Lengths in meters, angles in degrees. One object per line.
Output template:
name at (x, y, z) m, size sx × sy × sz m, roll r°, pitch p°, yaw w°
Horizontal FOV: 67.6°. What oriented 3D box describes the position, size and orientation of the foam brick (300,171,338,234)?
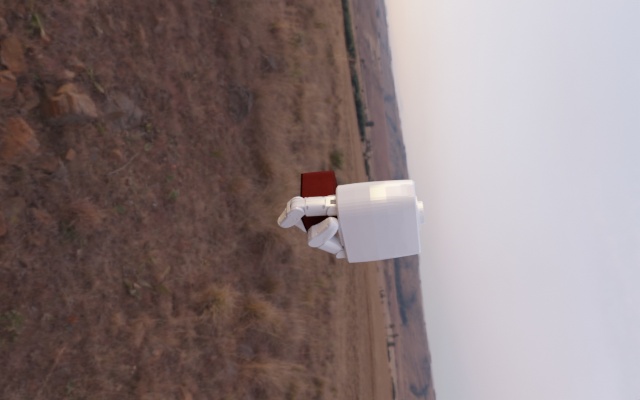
foam brick at (0.000, 0.002, 0.707) m, size 0.051 × 0.078 × 0.053 m, roll -7°, pitch -37°, yaw 9°
